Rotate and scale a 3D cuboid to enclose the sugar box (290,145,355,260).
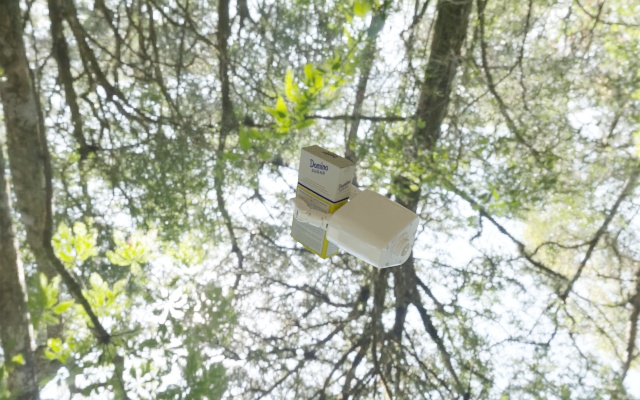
[{"bbox_3d":[0.001,0.003,0.819,0.093,0.176,0.048,31,32,34],"label":"sugar box"}]
